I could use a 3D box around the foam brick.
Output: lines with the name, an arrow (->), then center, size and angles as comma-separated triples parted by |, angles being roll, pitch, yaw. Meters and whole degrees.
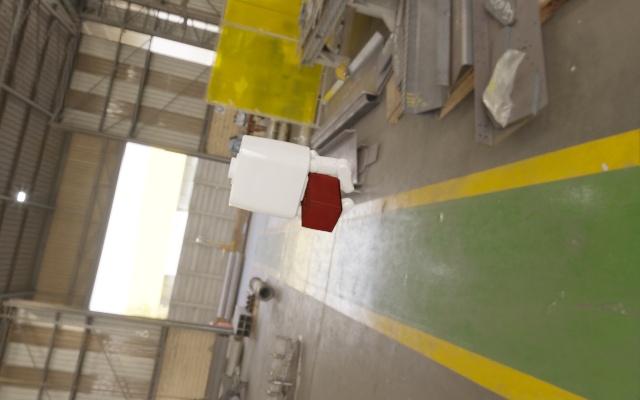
foam brick -> 0.000, 0.003, 0.733 | 0.051, 0.053, 0.078 | 12, 38, -13
